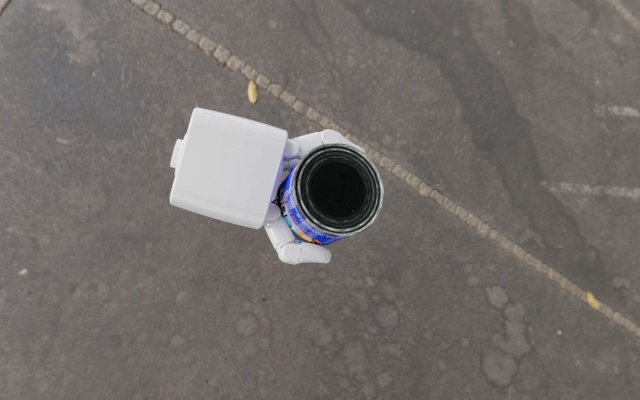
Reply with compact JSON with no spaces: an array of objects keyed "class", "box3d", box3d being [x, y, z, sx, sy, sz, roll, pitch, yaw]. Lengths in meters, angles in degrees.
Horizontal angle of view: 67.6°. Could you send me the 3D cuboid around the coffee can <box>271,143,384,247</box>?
[{"class":"coffee can","box3d":[0.000,0.002,0.569,0.103,0.102,0.140,0,-12,-18]}]
